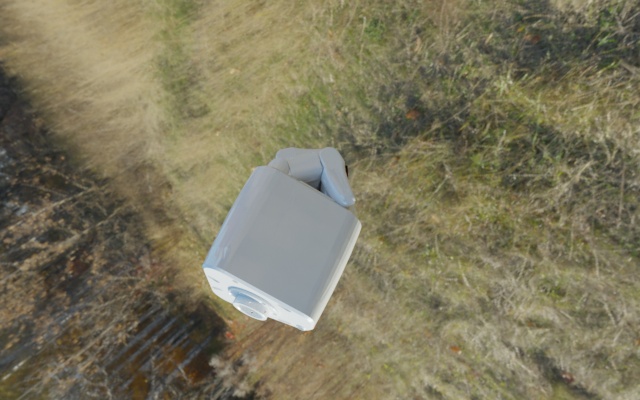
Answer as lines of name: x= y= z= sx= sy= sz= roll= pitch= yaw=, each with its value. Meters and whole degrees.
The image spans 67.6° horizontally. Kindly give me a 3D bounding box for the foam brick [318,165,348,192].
foam brick: x=0.000 y=0.002 z=0.521 sx=0.053 sy=0.051 sz=0.078 roll=2 pitch=-28 yaw=-3
